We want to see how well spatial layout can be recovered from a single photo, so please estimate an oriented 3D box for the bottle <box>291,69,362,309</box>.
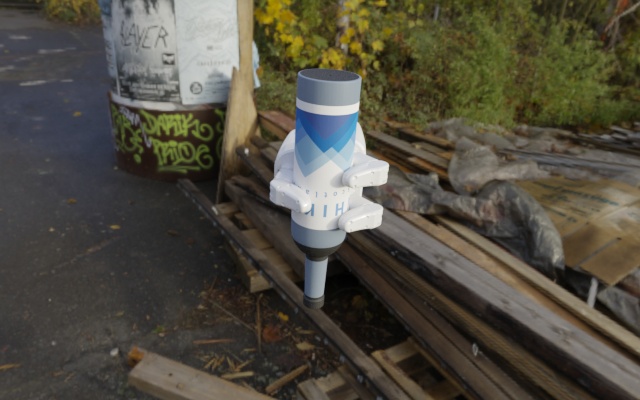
[{"bbox_3d":[0.000,0.002,0.559,0.069,0.296,0.069,3,26,-2],"label":"bottle"}]
